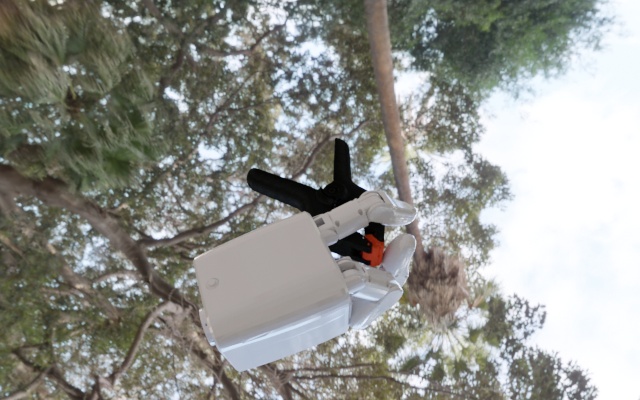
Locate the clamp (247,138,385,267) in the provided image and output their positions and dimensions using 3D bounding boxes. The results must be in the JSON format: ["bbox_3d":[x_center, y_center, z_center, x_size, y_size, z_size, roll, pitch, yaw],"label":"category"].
[{"bbox_3d":[0.000,0.002,0.475,0.120,0.039,0.171,-20,44,-10],"label":"clamp"}]
